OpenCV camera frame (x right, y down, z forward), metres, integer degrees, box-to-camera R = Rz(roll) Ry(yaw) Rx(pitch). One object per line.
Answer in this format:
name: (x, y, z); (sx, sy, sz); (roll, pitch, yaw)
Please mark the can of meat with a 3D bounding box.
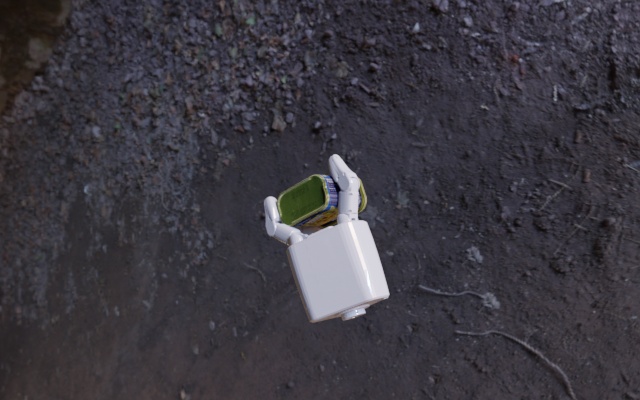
can of meat: (0.000, 0.002, 0.690); (0.102, 0.057, 0.084); (-28, -20, 38)
